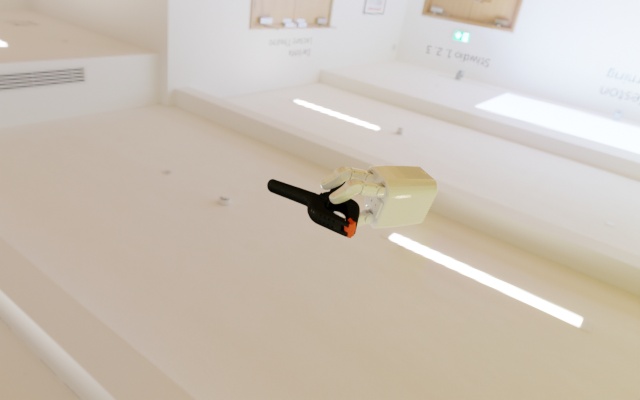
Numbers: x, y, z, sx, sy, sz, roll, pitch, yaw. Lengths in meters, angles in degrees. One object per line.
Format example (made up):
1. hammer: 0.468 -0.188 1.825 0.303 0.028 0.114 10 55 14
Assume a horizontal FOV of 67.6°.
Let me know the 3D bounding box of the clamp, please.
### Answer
1. clamp: 0.000 0.004 0.868 0.164 0.036 0.210 -5 30 -17
